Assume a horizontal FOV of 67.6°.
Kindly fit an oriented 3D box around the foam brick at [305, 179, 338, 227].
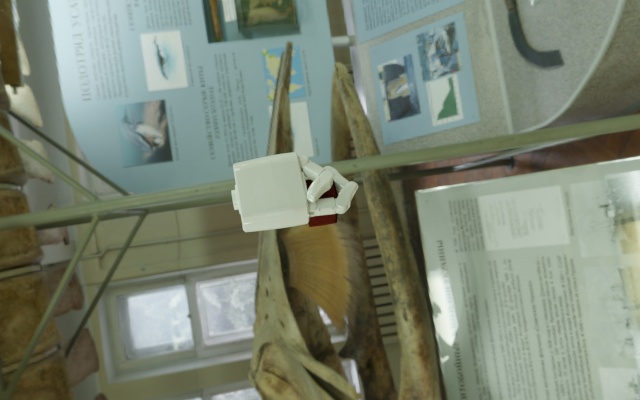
[{"bbox_3d":[0.000,0.003,0.826,0.051,0.053,0.078,-10,-32,-8],"label":"foam brick"}]
